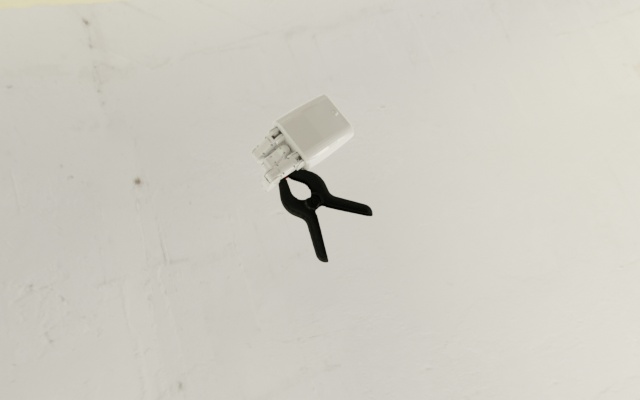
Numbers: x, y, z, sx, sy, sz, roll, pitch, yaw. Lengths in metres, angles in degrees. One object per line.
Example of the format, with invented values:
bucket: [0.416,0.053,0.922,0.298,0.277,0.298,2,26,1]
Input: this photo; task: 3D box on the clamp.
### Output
clamp: [0.000,0.003,0.788,0.120,0.171,0.039,-36,-5,-17]
